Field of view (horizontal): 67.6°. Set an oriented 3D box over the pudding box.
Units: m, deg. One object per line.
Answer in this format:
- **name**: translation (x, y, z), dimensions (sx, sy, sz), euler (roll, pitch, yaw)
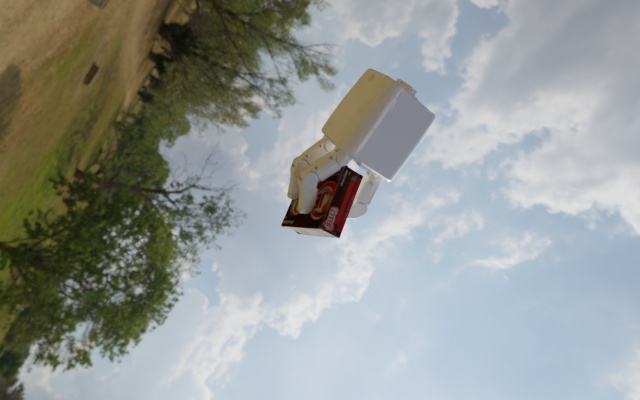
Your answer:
- **pudding box**: translation (0.000, 0.002, 0.645), dimensions (0.039, 0.090, 0.113), euler (29, -16, -24)
